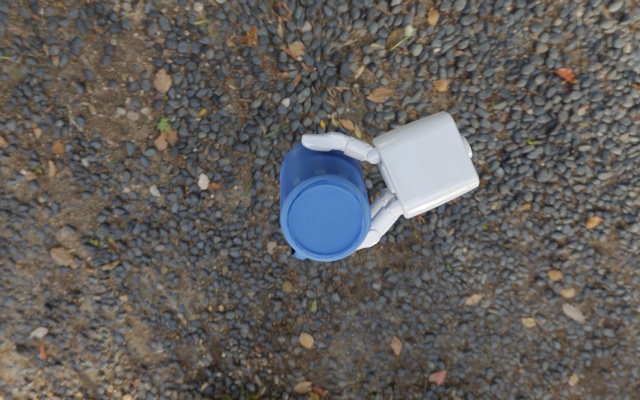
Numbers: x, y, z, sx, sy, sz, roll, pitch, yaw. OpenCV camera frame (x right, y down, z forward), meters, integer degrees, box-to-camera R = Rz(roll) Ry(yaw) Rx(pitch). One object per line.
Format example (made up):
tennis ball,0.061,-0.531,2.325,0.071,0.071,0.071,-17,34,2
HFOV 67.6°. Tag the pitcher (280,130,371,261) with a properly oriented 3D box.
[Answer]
pitcher,0.000,0.002,0.669,0.145,0.149,0.242,-21,15,5
